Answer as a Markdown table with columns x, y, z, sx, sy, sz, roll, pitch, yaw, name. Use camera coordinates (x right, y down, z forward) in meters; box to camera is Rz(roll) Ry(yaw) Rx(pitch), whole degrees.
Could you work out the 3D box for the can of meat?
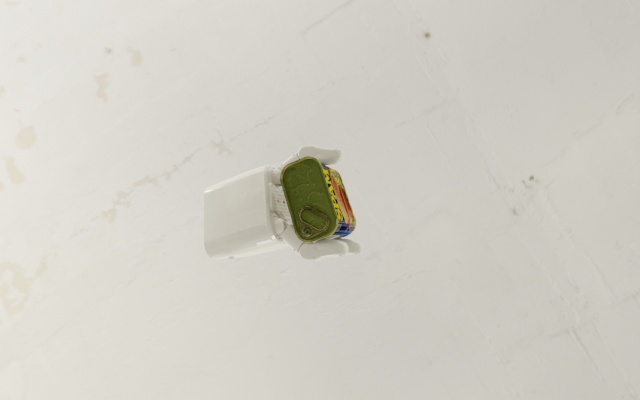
| x | y | z | sx | sy | sz | roll | pitch | yaw | name |
| --- | --- | --- | --- | --- | --- | --- | --- | --- | --- |
| 0.000 | 0.002 | 0.612 | 0.057 | 0.102 | 0.084 | -21 | -12 | 19 | can of meat |
